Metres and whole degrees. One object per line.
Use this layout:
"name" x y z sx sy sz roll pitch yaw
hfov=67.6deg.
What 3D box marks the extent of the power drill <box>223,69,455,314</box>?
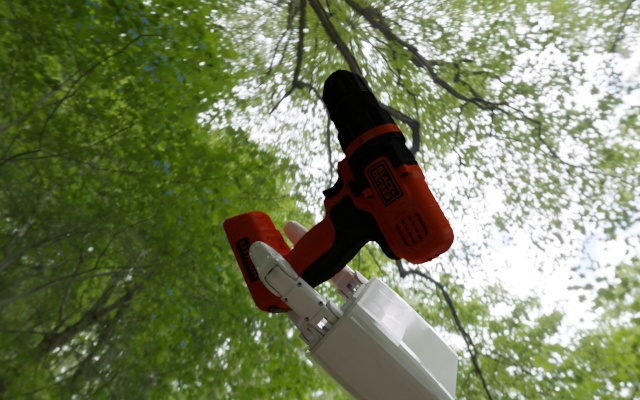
"power drill" 0.000 0.002 0.425 0.188 0.184 0.057 -36 -23 25
